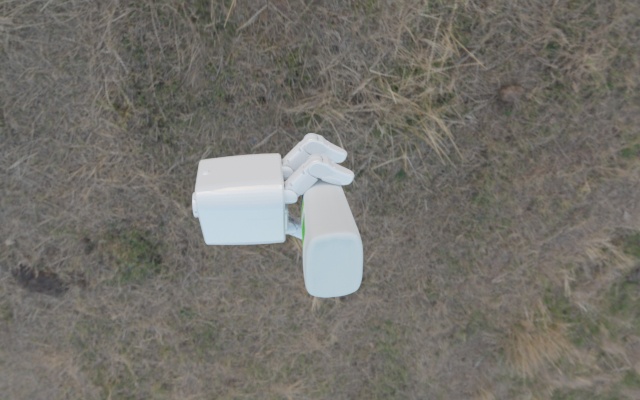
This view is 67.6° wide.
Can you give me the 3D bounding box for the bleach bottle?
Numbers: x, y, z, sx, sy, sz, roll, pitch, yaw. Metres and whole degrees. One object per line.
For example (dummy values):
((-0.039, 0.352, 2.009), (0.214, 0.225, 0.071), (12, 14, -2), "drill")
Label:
((0.000, 0.002, 0.633), (0.068, 0.103, 0.250), (-4, 36, -6), "bleach bottle")
